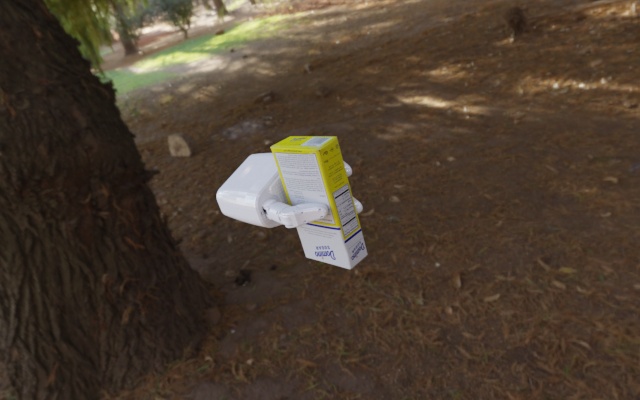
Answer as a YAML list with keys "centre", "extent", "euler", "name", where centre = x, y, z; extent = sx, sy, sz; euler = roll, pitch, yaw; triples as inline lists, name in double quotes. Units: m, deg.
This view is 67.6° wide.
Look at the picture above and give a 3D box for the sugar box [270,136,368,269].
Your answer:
- centre: [0.000, 0.002, 0.647]
  extent: [0.093, 0.176, 0.048]
  euler: [9, 36, 45]
  name: "sugar box"
